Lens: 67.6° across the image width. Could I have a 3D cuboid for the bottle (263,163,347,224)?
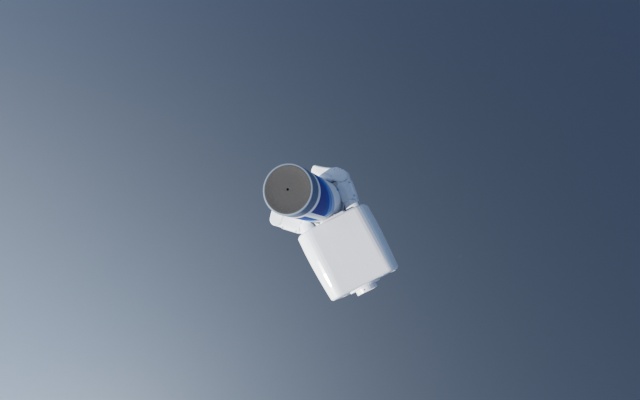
[{"bbox_3d":[0.000,0.002,0.731,0.069,0.069,0.296,0,-6,16],"label":"bottle"}]
